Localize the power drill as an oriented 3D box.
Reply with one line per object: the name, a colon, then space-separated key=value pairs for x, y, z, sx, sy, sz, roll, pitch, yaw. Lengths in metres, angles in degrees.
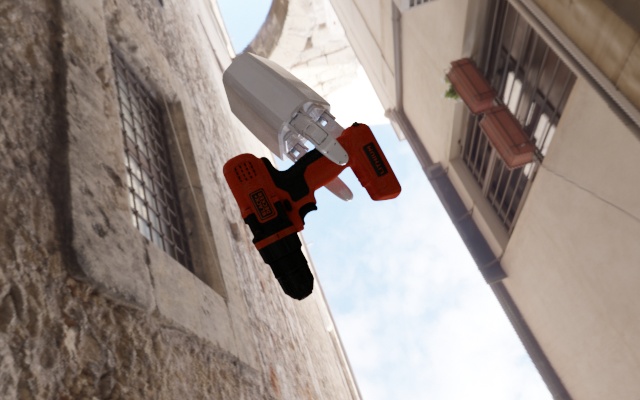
power drill: x=0.000 y=0.001 z=0.573 sx=0.187 sy=0.184 sz=0.057 roll=-26 pitch=-1 yaw=-15
